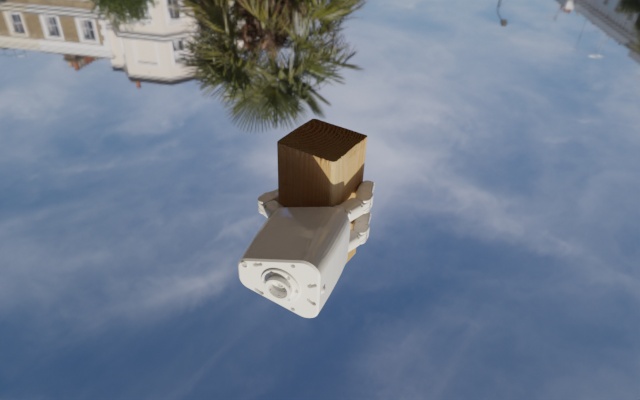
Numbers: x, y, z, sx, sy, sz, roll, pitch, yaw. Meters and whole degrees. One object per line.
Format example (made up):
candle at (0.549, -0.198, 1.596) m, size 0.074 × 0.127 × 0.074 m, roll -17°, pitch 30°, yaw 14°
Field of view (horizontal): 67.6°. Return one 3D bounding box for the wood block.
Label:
wood block at (0.000, 0.002, 0.681) m, size 0.091 × 0.206 × 0.090 m, roll 22°, pitch 40°, yaw 25°
